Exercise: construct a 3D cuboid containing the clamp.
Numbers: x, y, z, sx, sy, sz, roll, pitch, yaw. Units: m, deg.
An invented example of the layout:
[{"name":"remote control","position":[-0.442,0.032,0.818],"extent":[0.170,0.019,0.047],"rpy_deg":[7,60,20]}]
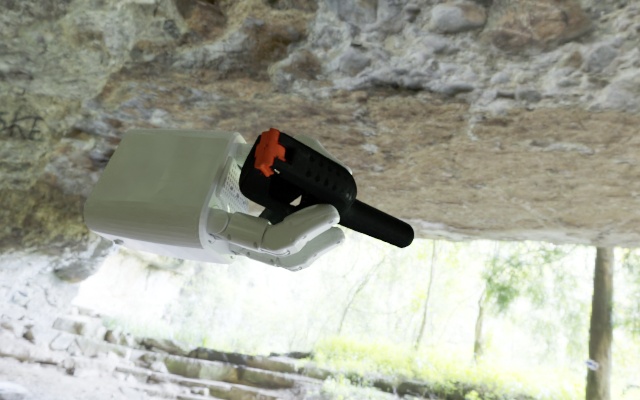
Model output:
[{"name":"clamp","position":[0.000,0.000,0.408],"extent":[0.164,0.036,0.210],"rpy_deg":[5,-19,10]}]
